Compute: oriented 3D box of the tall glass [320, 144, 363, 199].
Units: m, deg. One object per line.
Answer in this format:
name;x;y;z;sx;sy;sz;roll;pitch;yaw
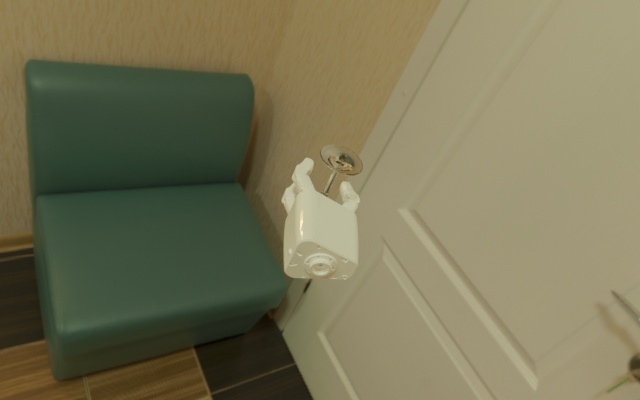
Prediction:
tall glass;0.000;0.002;0.832;0.079;0.079;0.201;0;-44;-28
